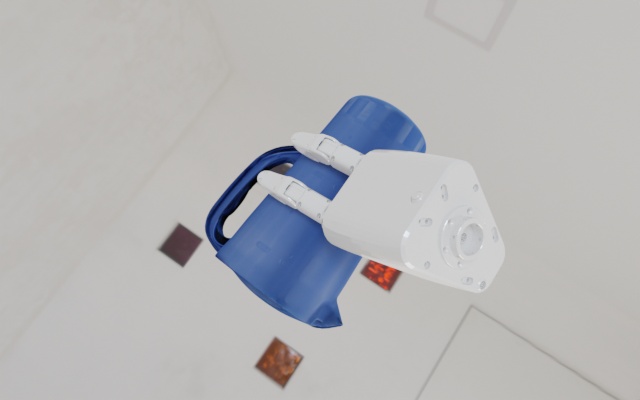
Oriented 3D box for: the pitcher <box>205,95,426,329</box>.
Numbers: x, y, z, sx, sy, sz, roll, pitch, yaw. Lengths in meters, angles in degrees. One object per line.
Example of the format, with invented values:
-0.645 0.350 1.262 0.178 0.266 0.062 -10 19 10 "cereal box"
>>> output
0.000 0.002 0.524 0.149 0.243 0.145 42 -14 -28 "pitcher"
